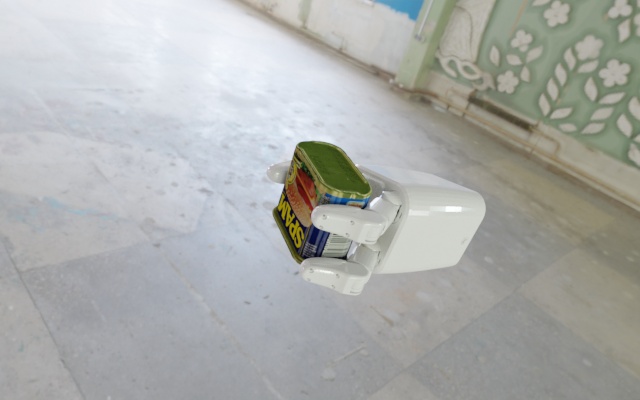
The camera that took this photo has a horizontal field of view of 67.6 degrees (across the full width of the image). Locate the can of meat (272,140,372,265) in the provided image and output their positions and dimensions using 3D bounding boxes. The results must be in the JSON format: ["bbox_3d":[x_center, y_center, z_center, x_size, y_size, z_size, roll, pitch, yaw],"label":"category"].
[{"bbox_3d":[0.000,0.001,0.454,0.057,0.084,0.102,4,33,-27],"label":"can of meat"}]
